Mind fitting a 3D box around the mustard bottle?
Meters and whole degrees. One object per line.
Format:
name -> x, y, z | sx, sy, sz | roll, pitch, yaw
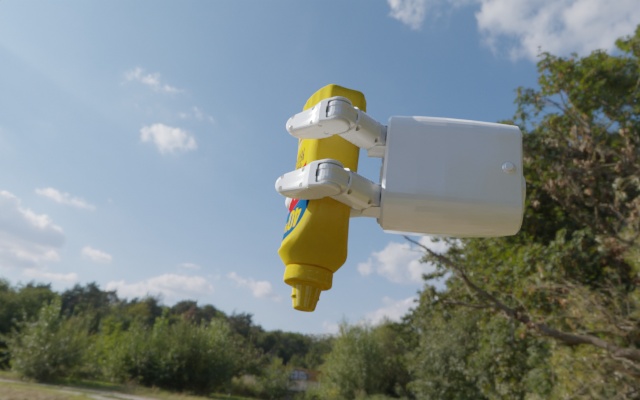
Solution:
mustard bottle -> 0.000, 0.001, 0.423 | 0.058, 0.191, 0.096 | 13, -22, -13
